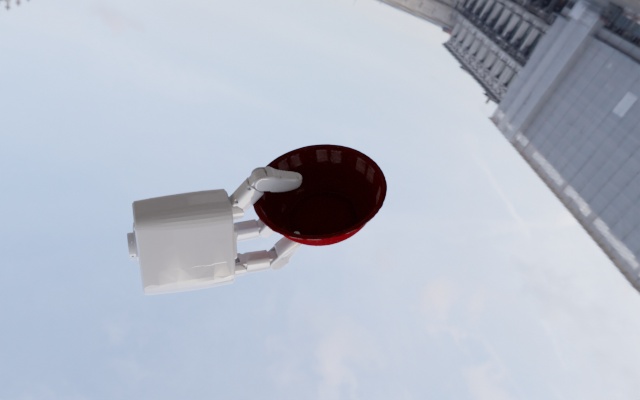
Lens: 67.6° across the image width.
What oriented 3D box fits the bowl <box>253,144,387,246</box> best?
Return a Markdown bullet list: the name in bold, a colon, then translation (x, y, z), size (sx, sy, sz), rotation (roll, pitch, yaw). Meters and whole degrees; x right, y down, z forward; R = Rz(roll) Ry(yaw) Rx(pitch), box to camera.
- **bowl**: translation (0.001, 0.002, 0.585), size (0.162, 0.162, 0.055), rotation (0, -44, 8)
